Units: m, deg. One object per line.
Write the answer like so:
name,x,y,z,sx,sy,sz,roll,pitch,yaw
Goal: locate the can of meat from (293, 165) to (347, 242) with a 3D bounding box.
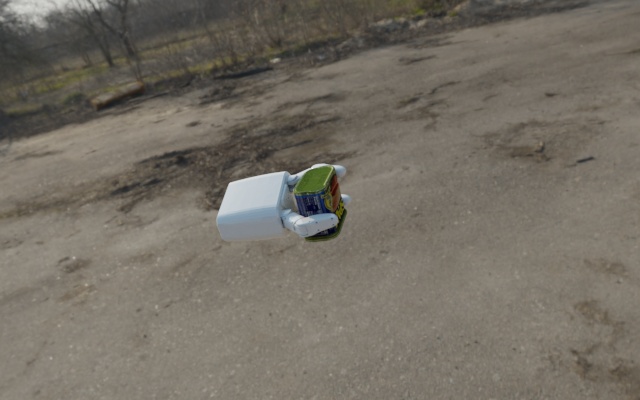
can of meat,0.000,0.002,0.745,0.057,0.084,0.102,-7,25,18
